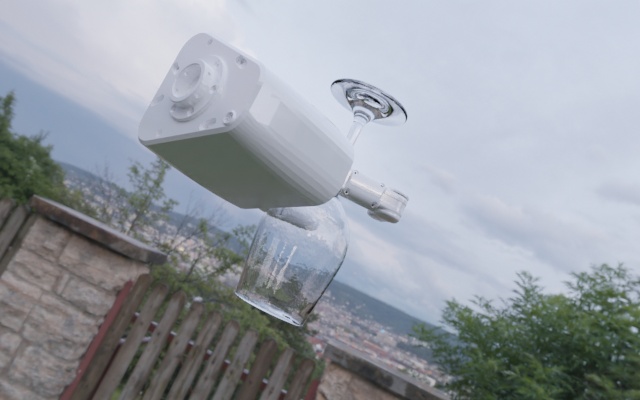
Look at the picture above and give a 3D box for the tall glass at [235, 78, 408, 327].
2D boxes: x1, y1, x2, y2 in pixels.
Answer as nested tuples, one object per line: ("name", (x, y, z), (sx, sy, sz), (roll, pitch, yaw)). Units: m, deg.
("tall glass", (0.000, 0.001, 0.407), (0.079, 0.201, 0.079), (25, -9, 4))
